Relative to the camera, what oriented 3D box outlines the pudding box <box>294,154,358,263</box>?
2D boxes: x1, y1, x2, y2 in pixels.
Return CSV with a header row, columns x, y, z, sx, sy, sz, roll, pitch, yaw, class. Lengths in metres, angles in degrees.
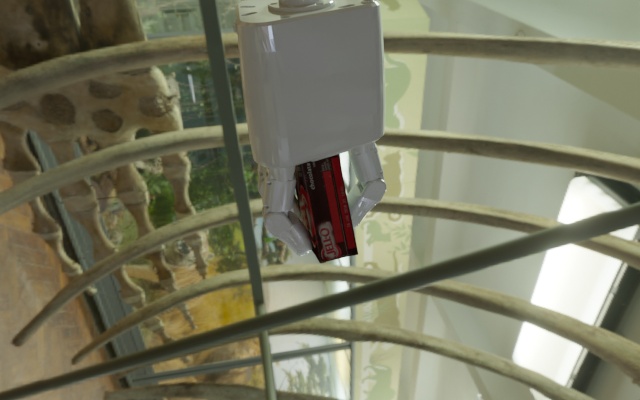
x,y,z,sx,sy,sz,roll,pitch,yaw,class
0.000,0.001,0.439,0.039,0.090,0.113,-10,5,-5,pudding box
